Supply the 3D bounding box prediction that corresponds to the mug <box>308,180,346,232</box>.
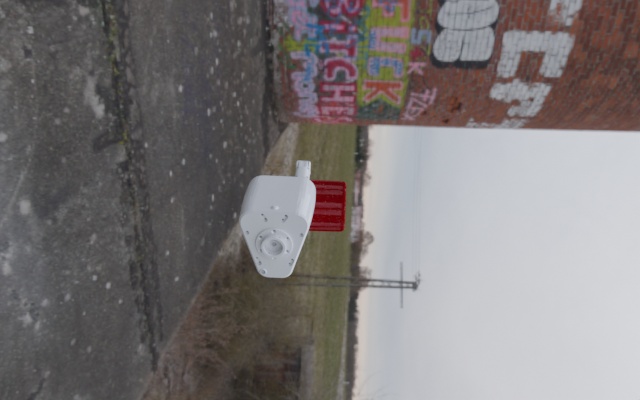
[{"bbox_3d":[0.000,0.002,0.780,0.081,0.093,0.117,2,29,2],"label":"mug"}]
